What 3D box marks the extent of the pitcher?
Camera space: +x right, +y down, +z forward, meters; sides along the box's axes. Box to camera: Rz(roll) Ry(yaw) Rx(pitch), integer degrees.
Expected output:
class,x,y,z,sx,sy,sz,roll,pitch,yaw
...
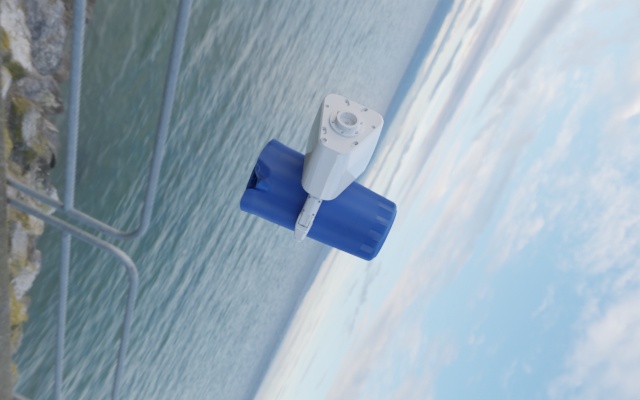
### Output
class,x,y,z,sx,sy,sz,roll,pitch,yaw
pitcher,0.000,0.003,0.810,0.243,0.149,0.145,25,-37,3
